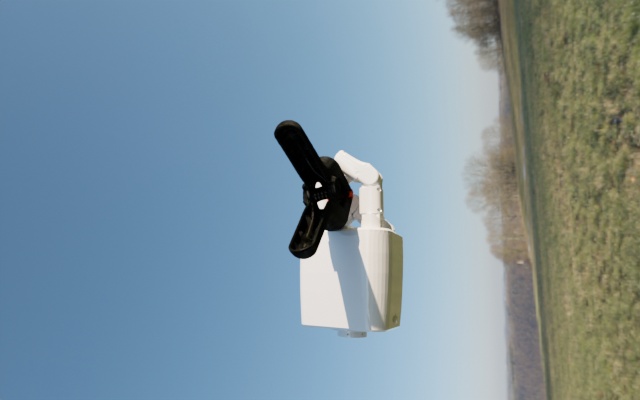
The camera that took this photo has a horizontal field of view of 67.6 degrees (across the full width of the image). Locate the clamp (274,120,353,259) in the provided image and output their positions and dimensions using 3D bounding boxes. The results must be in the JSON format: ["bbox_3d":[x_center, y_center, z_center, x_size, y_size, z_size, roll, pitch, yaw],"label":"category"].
[{"bbox_3d":[0.000,0.002,0.474,0.039,0.120,0.171,-3,-11,21],"label":"clamp"}]
